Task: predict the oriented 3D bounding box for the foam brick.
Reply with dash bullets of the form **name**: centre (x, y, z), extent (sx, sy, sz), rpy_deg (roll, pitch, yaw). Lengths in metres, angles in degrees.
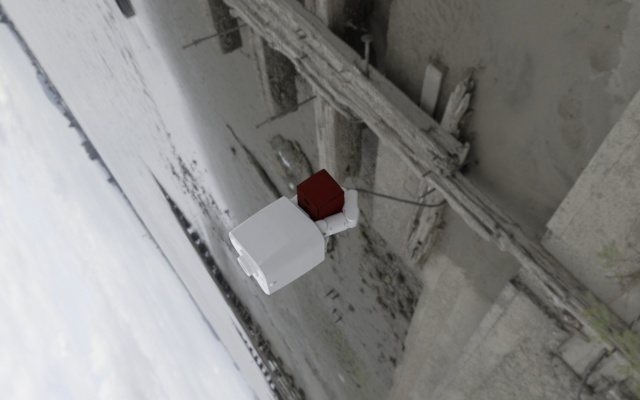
- **foam brick**: centre (0.000, 0.002, 0.721), extent (0.051, 0.053, 0.078), rpy_deg (-32, -27, -18)
